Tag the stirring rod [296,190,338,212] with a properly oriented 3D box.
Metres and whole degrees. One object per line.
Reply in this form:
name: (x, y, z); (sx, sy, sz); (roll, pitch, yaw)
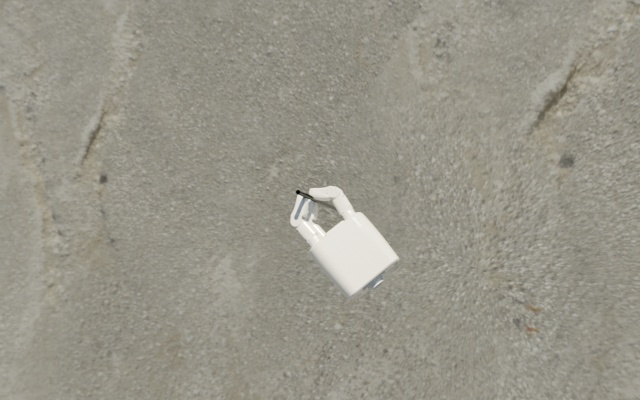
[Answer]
stirring rod: (0.000, 0.003, 0.898); (0.011, 0.011, 0.239); (0, -8, 18)
